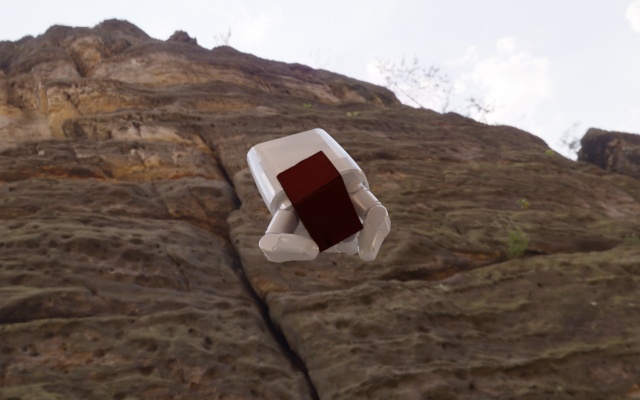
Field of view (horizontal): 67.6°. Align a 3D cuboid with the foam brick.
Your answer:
[{"bbox_3d":[0.000,0.001,0.466,0.053,0.078,0.051,-29,44,-3],"label":"foam brick"}]
